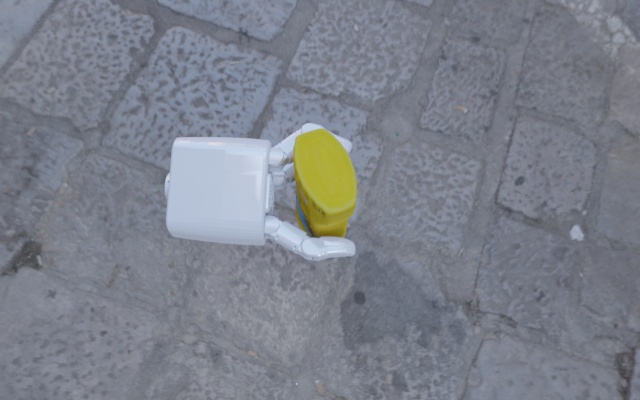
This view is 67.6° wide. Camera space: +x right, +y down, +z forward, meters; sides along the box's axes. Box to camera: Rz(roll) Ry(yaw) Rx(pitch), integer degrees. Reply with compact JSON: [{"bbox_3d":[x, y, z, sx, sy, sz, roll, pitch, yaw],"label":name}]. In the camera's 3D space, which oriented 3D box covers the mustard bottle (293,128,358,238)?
[{"bbox_3d":[0.000,0.002,0.560,0.058,0.096,0.192,-20,-19,-10],"label":"mustard bottle"}]
